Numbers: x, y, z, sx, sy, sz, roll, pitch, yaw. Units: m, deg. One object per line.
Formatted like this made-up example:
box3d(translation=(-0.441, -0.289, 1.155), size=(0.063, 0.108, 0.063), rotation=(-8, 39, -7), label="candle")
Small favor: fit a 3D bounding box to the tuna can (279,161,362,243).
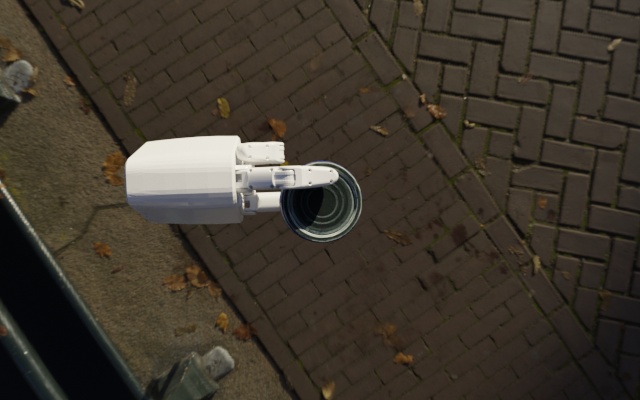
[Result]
box3d(translation=(0.000, 0.002, 0.503), size=(0.086, 0.086, 0.034), rotation=(0, 0, -8), label="tuna can")
